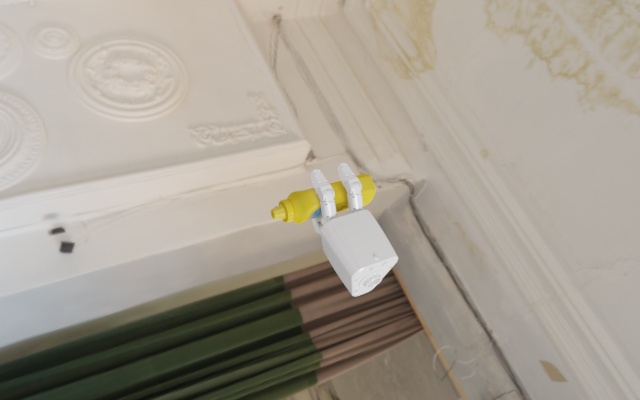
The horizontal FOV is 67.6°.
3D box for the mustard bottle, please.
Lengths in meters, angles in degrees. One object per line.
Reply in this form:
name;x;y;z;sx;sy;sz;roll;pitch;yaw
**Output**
mustard bottle;0.000;0.002;0.871;0.191;0.058;0.096;-15;-10;-26
